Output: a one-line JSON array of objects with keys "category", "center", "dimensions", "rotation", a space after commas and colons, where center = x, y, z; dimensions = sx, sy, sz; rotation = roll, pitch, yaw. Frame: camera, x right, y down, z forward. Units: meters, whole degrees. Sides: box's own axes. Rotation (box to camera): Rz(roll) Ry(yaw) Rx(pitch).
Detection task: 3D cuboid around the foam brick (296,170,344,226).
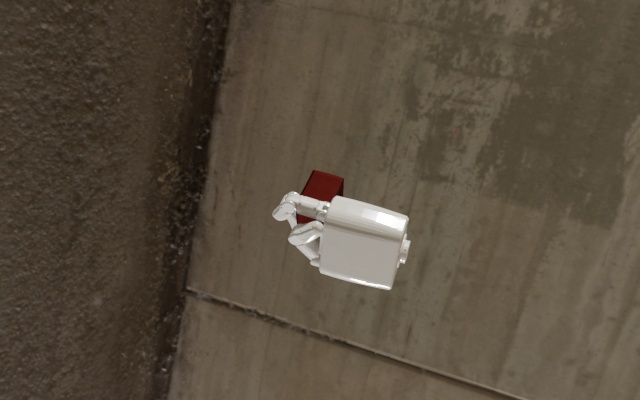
[{"category": "foam brick", "center": [0.000, 0.002, 0.718], "dimensions": [0.051, 0.078, 0.053], "rotation": [14, -41, 14]}]
